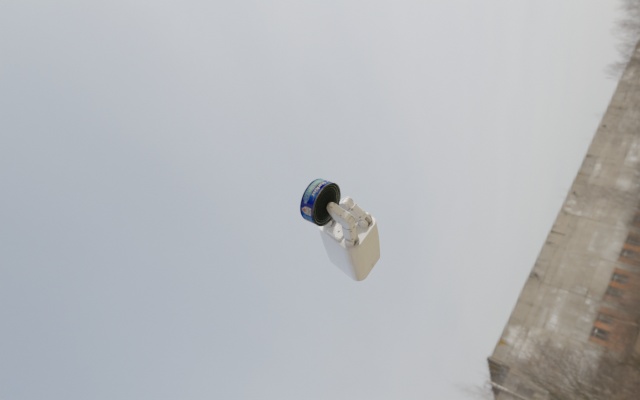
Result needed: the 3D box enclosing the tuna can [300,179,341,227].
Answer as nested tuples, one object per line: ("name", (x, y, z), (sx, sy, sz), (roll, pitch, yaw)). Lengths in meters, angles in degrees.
("tuna can", (0.000, 0.003, 0.892), (0.033, 0.086, 0.086), (22, 12, 31))
